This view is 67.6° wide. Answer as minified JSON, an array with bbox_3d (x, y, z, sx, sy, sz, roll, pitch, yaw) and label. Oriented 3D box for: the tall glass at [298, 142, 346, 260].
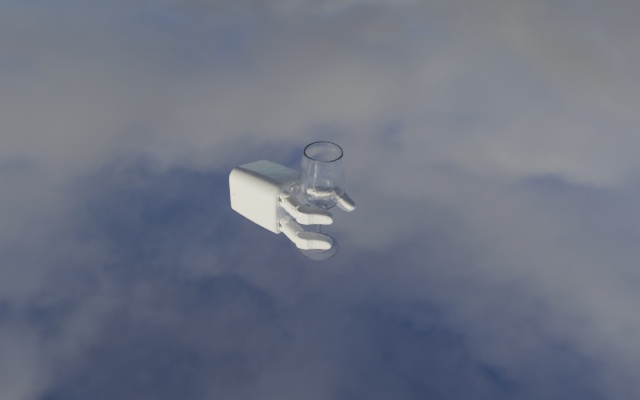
[{"bbox_3d":[0.000,0.003,0.803,0.079,0.201,0.079,2,37,-2],"label":"tall glass"}]
